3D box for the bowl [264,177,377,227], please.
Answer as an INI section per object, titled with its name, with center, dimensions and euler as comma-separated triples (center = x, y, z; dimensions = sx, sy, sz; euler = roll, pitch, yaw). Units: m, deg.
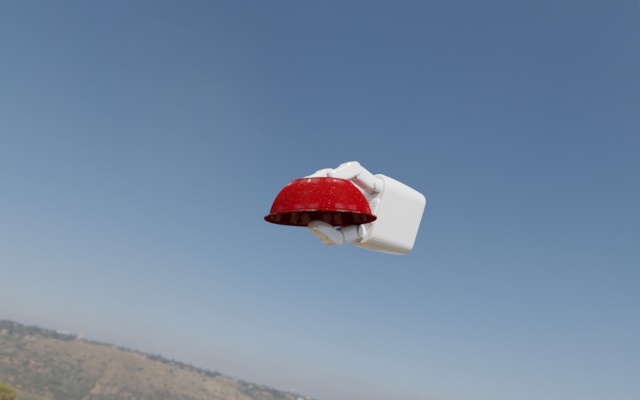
[bowl]
center = -0.001, 0.002, 0.685
dimensions = 0.162, 0.055, 0.162
euler = 0, -10, 0
